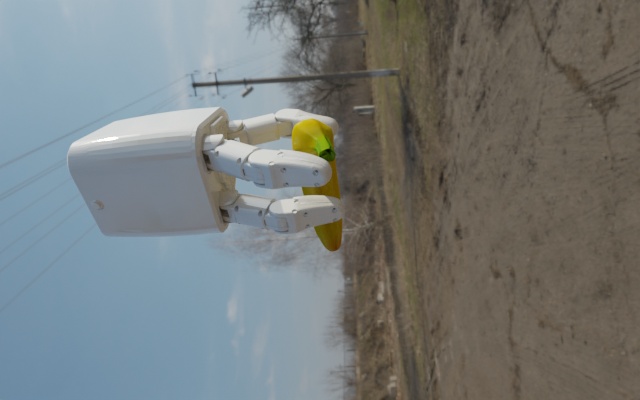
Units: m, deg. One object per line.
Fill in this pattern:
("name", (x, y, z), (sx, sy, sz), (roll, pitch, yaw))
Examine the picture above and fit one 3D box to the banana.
("banana", (-0.002, -0.017, 0.437), (0.037, 0.069, 0.198), (-6, -26, 3))
